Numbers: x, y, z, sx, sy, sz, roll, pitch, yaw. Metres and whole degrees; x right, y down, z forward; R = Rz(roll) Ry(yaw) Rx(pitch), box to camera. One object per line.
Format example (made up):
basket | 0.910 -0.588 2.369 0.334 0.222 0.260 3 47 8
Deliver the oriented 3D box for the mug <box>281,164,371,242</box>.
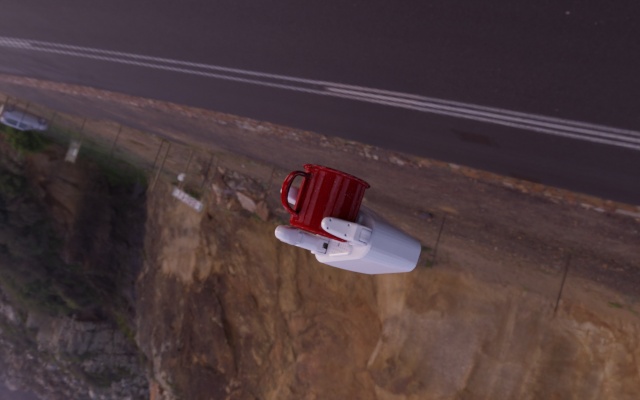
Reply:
mug | -0.001 0.002 0.617 0.117 0.081 0.093 22 -6 -36
